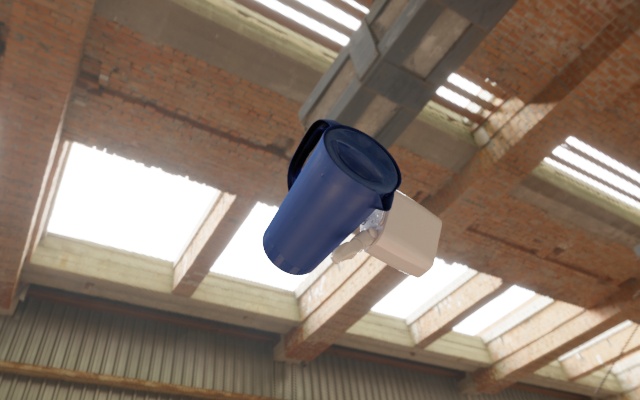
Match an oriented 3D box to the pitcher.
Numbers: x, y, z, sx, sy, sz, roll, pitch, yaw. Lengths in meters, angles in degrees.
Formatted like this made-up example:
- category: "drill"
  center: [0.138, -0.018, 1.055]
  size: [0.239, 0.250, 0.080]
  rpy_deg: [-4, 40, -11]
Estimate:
- category: "pitcher"
  center: [0.000, 0.003, 0.751]
  size: [0.145, 0.243, 0.149]
  rpy_deg: [30, 37, -12]
